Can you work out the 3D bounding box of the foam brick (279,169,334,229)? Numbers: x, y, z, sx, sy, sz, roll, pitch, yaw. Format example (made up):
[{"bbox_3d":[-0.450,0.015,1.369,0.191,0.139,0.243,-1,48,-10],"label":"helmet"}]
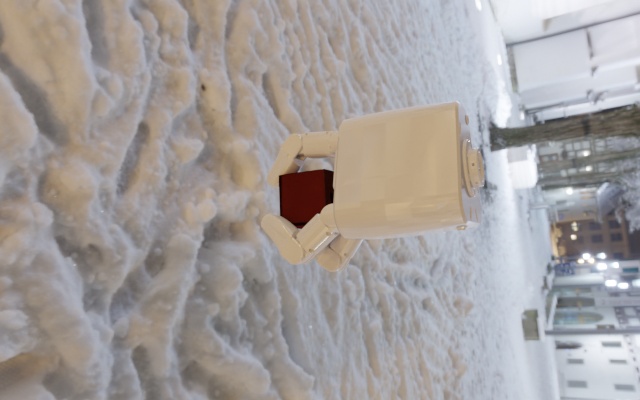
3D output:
[{"bbox_3d":[0.000,0.002,0.480,0.051,0.053,0.078,-6,-7,27],"label":"foam brick"}]
